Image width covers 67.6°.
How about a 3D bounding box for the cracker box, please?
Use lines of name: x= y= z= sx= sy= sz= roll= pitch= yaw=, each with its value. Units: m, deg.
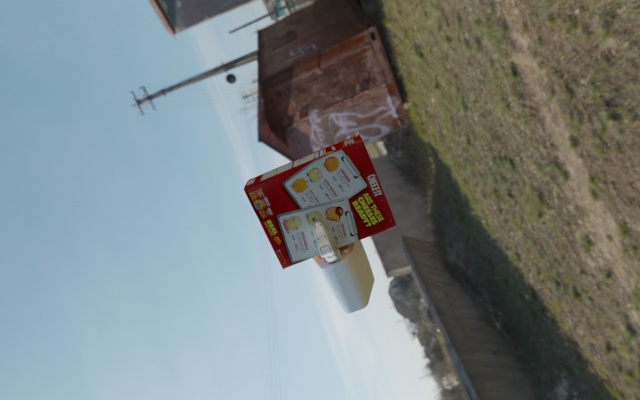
cracker box: x=0.000 y=0.003 z=0.826 sx=0.214 sy=0.164 sz=0.072 roll=-22 pitch=18 yaw=6
